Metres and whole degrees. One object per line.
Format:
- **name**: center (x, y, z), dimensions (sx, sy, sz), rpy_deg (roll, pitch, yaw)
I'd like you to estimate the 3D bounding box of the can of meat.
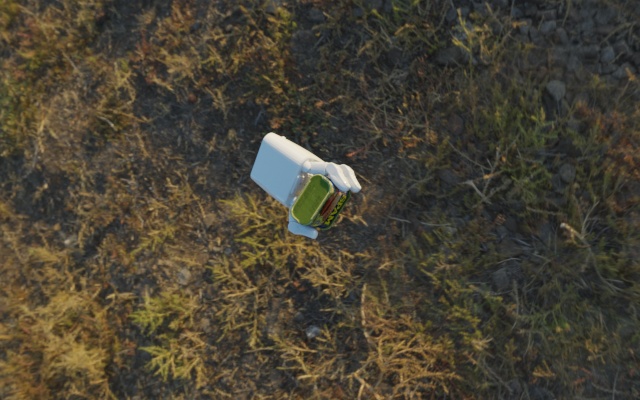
- **can of meat**: center (0.000, 0.003, 0.897), dimensions (0.057, 0.102, 0.084), rpy_deg (38, 11, 25)
